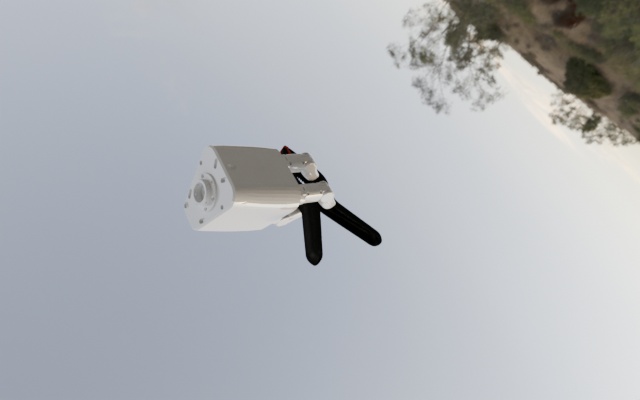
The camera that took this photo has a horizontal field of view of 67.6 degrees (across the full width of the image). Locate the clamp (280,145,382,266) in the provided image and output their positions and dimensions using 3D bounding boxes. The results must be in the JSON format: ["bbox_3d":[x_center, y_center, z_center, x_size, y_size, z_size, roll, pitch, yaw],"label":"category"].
[{"bbox_3d":[-0.001,0.002,0.734,0.164,0.210,0.036,0,-39,-47],"label":"clamp"}]
